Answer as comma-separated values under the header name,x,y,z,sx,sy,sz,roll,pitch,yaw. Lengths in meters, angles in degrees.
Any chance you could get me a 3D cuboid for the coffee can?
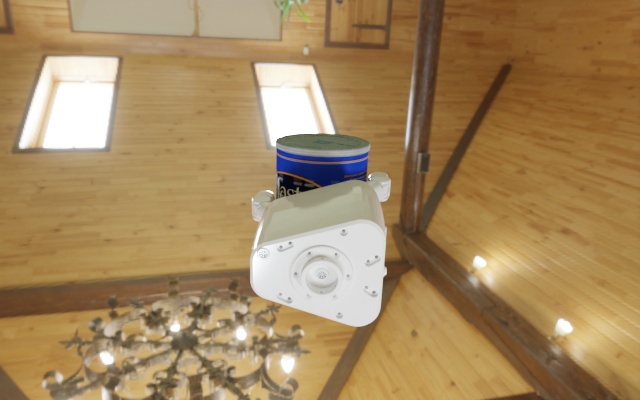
name,x,y,z,sx,sy,sz,roll,pitch,yaw
coffee can,0.000,0.002,0.537,0.103,0.140,0.102,2,17,-1
